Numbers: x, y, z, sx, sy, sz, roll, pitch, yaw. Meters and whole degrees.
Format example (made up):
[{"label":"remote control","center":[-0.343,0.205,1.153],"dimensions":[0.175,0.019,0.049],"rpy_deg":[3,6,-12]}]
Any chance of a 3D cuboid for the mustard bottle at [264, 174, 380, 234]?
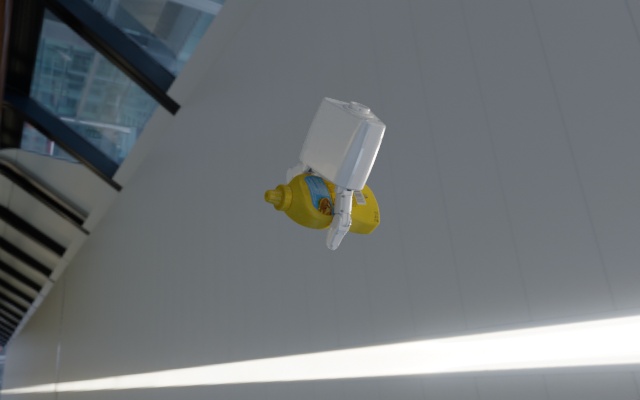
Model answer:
[{"label":"mustard bottle","center":[0.000,0.003,0.762],"dimensions":[0.191,0.096,0.058],"rpy_deg":[7,-41,-33]}]
